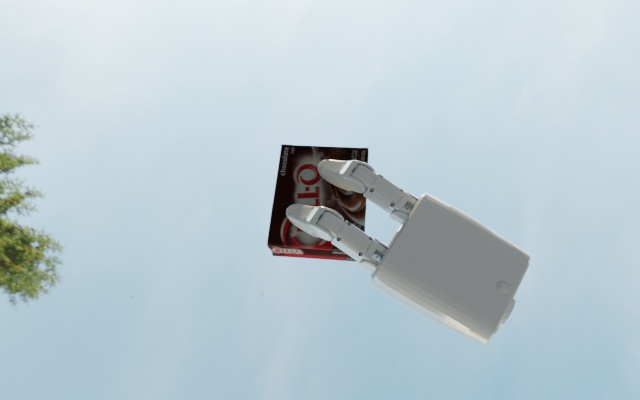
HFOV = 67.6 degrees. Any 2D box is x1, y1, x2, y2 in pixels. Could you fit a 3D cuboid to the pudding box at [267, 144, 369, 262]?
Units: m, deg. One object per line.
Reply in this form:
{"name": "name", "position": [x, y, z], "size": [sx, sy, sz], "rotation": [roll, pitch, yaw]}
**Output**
{"name": "pudding box", "position": [0.000, 0.002, 0.473], "size": [0.090, 0.113, 0.039], "rotation": [3, -27, 4]}
